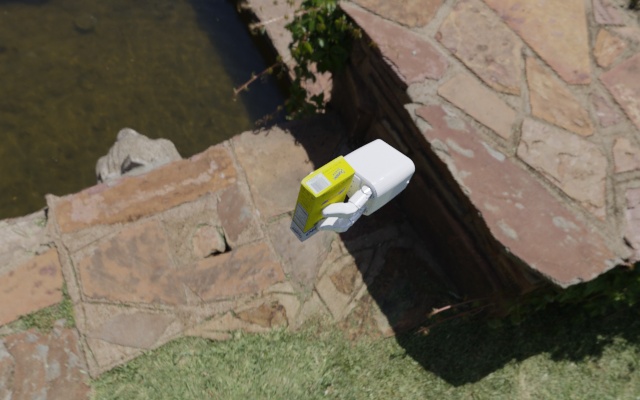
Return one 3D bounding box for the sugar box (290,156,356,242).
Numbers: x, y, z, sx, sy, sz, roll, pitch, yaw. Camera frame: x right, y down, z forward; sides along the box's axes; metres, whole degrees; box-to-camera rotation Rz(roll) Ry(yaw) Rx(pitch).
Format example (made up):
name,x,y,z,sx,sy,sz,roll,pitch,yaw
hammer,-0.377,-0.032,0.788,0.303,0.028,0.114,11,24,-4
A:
name,x,y,z,sx,sy,sz,roll,pitch,yaw
sugar box,0.001,0.003,0.862,0.093,0.048,0.176,-33,-21,-25
